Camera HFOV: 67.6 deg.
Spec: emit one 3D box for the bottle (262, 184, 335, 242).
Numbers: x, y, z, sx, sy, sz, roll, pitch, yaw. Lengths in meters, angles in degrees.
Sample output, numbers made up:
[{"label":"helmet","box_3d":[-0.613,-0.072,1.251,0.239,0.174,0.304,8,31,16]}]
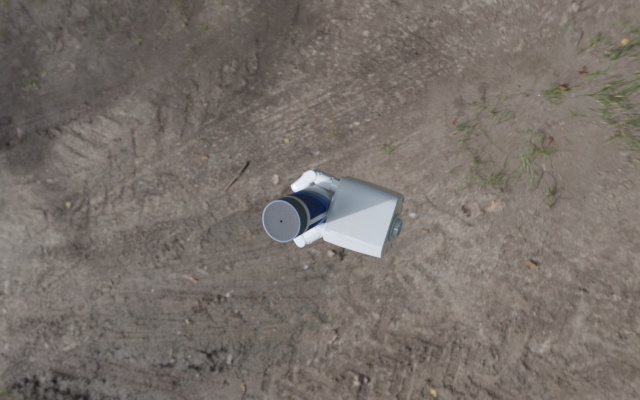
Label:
[{"label":"bottle","box_3d":[0.000,0.003,0.853,0.069,0.069,0.295,0,11,25]}]
